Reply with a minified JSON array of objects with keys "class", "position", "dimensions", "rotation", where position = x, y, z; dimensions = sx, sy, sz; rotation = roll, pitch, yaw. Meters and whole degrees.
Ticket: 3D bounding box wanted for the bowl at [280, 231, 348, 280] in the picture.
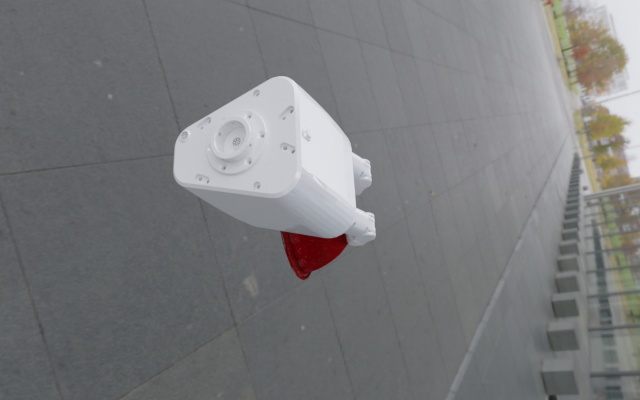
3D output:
[{"class":"bowl","position":[0.001,0.002,0.512],"dimensions":[0.055,0.162,0.162],"rotation":[-6,-1,10]}]
